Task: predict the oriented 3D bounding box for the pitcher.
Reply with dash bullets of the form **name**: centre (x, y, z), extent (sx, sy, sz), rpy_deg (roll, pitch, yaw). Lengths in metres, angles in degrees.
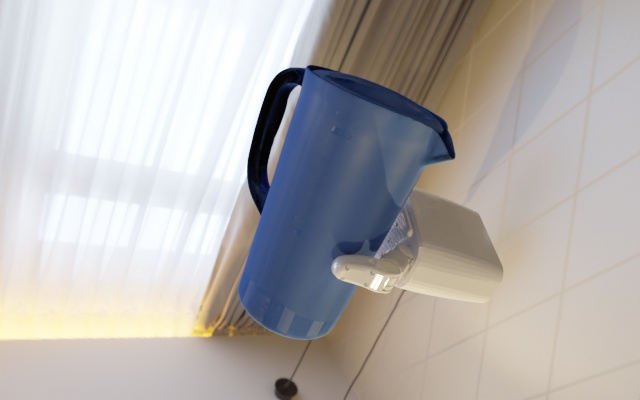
- **pitcher**: centre (0.000, 0.002, 0.456), extent (0.145, 0.243, 0.149), rpy_deg (15, 22, -21)
